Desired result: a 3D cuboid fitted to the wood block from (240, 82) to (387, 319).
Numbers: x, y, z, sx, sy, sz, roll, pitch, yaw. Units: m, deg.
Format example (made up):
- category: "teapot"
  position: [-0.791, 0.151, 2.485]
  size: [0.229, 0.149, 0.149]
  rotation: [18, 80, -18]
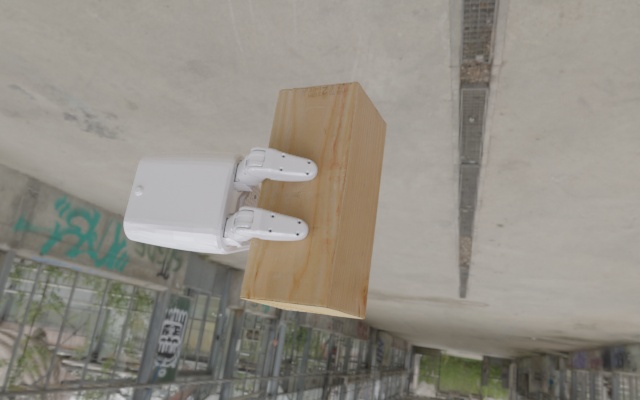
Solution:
- category: "wood block"
  position: [0.000, 0.002, 0.465]
  size: [0.090, 0.206, 0.091]
  rotation: [0, -18, 26]
